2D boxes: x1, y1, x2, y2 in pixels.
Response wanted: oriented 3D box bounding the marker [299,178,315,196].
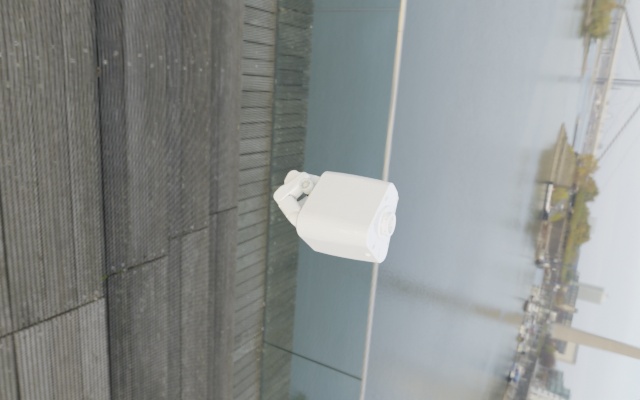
[{"bbox_3d":[0.000,0.002,0.717,0.020,0.020,0.121,0,-25,23],"label":"marker"}]
